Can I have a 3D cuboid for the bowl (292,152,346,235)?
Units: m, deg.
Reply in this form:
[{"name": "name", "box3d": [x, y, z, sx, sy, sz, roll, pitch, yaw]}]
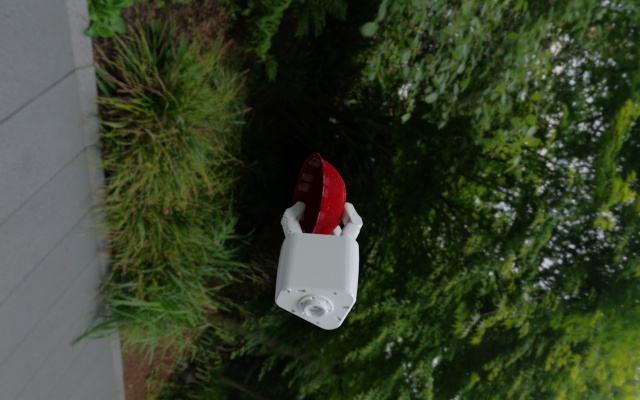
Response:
[{"name": "bowl", "box3d": [0.000, 0.002, 0.813, 0.055, 0.162, 0.162, 9, -3, -19]}]
